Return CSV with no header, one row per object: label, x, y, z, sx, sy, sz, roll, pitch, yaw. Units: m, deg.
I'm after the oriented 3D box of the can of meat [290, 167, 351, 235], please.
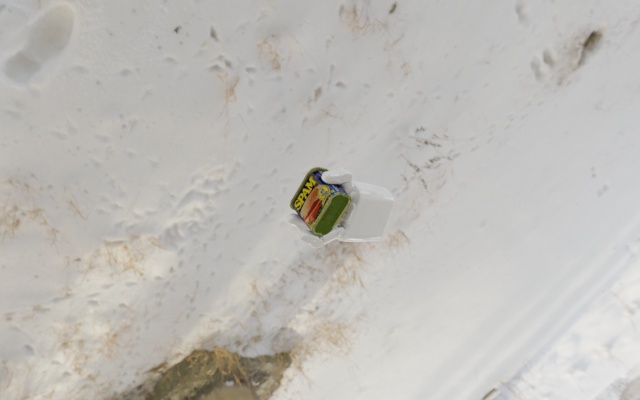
can of meat,0.000,0.003,0.892,0.057,0.102,0.084,10,30,-44
